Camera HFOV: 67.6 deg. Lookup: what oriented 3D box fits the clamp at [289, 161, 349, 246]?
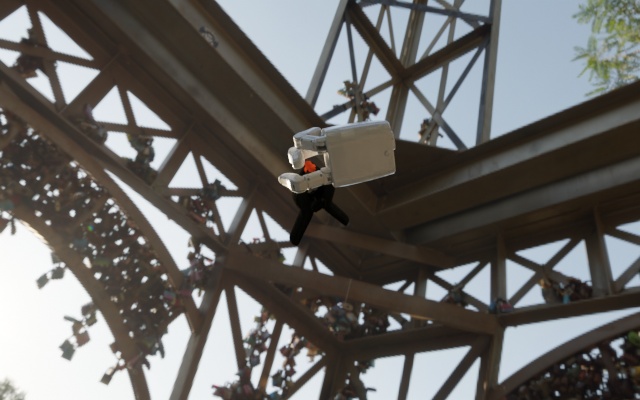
[{"bbox_3d":[0.000,0.002,0.862,0.120,0.172,0.039,-18,44,-25],"label":"clamp"}]
